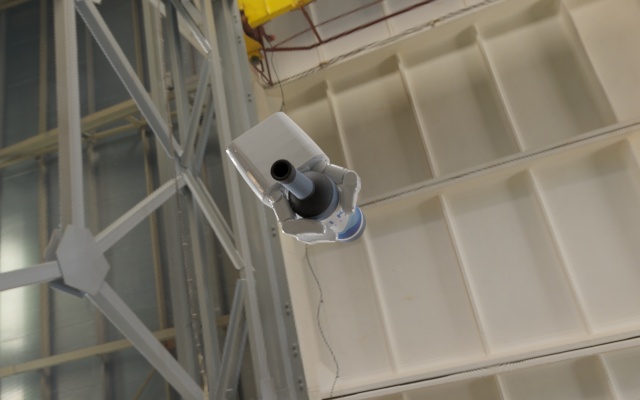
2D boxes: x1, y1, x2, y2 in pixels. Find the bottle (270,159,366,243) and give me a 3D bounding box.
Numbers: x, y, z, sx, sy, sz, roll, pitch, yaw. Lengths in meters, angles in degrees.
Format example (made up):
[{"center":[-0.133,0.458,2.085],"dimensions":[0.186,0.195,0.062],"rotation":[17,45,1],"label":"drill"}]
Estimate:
[{"center":[0.000,0.002,0.684],"dimensions":[0.069,0.069,0.296],"rotation":[0,-15,19],"label":"bottle"}]
